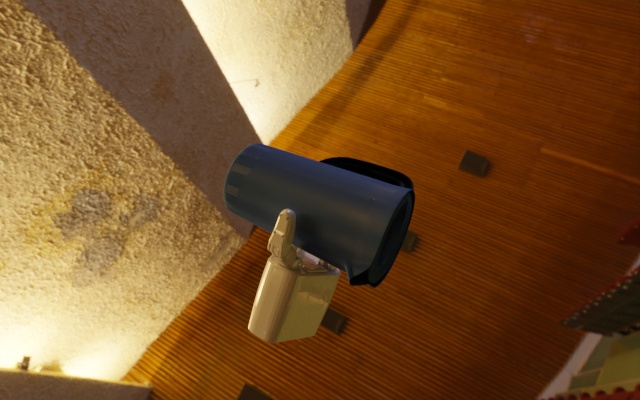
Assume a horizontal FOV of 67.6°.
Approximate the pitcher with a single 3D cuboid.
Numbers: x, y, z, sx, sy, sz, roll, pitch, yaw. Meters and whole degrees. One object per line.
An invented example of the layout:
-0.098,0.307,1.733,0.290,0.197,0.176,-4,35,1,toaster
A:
0.000,0.002,0.648,0.243,0.145,0.149,23,9,21,pitcher
